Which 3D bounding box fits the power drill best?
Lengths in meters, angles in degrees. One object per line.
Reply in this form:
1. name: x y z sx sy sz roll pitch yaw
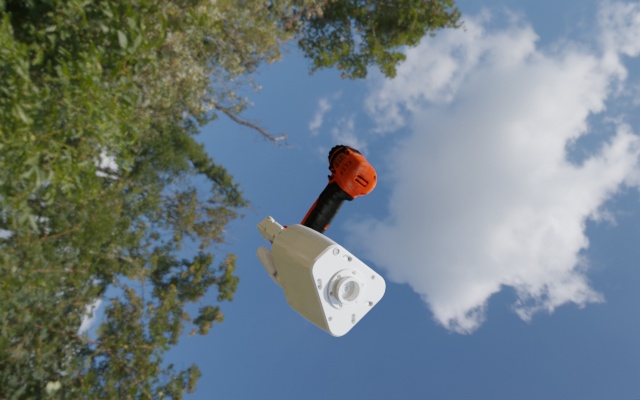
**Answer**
1. power drill: 0.000 0.003 0.709 0.057 0.188 0.184 34 9 -14
